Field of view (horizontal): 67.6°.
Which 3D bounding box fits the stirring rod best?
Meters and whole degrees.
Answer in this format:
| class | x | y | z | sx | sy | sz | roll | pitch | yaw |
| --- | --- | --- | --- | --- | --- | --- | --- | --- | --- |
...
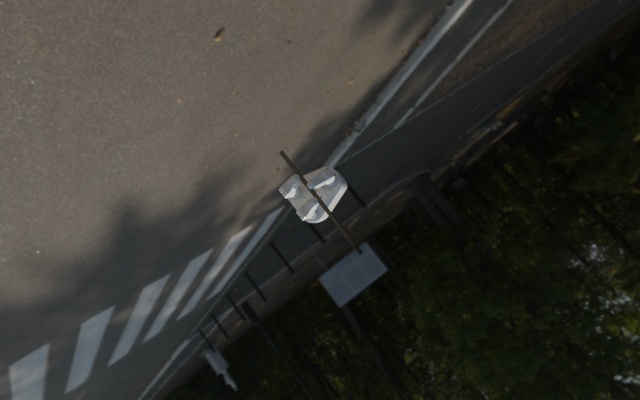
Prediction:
| class | x | y | z | sx | sy | sz | roll | pitch | yaw |
| --- | --- | --- | --- | --- | --- | --- | --- | --- | --- |
| stirring rod | 0.000 | 0.003 | 0.872 | 0.011 | 0.239 | 0.011 | -37 | -8 | -6 |
